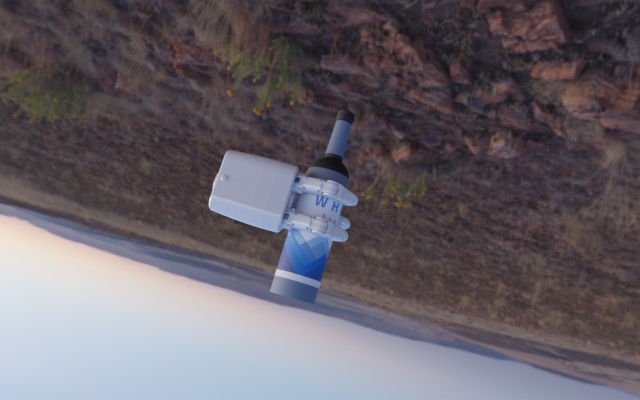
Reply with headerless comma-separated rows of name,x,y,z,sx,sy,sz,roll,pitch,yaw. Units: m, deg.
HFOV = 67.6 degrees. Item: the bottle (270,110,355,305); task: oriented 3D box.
bottle,0.000,0.003,0.714,0.069,0.295,0.069,16,-12,3
